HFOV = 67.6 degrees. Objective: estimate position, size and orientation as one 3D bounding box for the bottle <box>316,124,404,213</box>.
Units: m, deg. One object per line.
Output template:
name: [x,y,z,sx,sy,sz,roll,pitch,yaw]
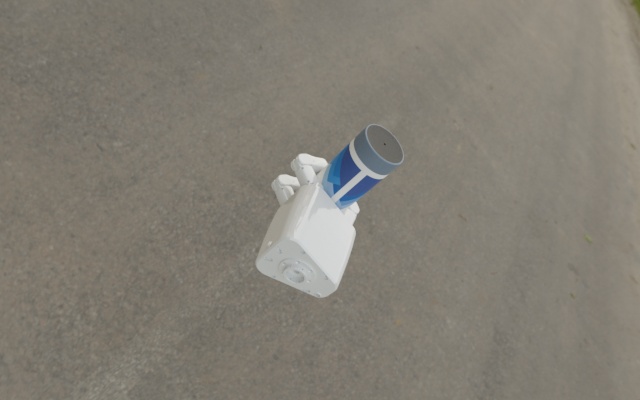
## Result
bottle: [0.000,0.002,0.716,0.069,0.069,0.296,0,-31,-42]
